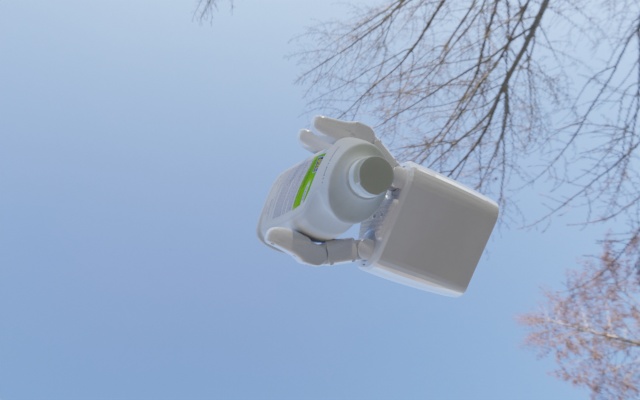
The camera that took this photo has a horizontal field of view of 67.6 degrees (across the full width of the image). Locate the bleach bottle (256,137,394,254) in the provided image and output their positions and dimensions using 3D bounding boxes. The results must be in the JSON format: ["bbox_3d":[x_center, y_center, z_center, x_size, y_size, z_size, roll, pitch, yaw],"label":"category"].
[{"bbox_3d":[0.000,0.001,0.464,0.068,0.102,0.251,22,-12,-15],"label":"bleach bottle"}]
